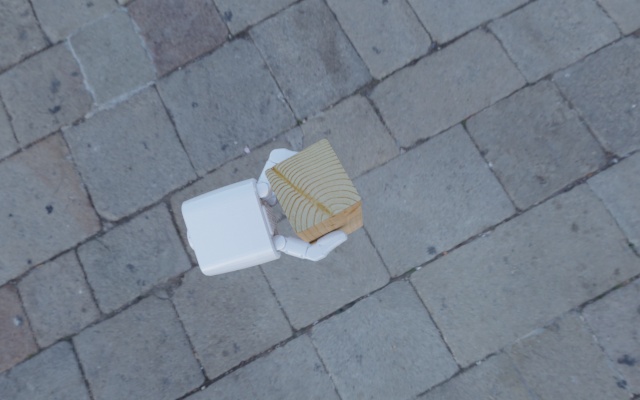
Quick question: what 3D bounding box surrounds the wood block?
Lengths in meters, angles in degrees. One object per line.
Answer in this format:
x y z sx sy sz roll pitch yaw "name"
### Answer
0.000 0.003 0.669 0.090 0.091 0.206 -28 -13 0 "wood block"
